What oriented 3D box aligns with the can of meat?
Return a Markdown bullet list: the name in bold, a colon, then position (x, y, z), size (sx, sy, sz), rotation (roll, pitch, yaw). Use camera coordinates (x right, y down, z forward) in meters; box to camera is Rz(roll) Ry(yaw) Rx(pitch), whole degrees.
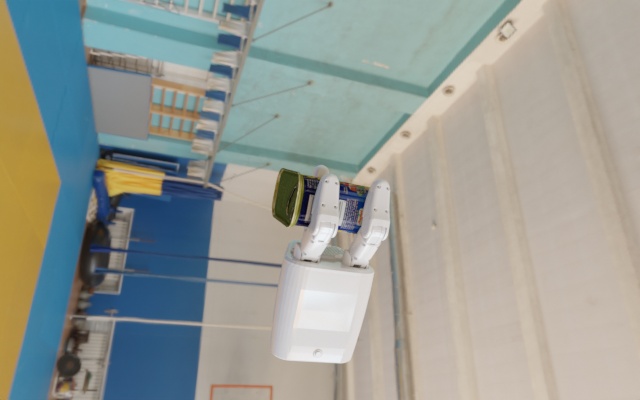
- **can of meat**: position (0.000, 0.002, 0.521), size (0.084, 0.057, 0.102), rotation (10, 4, -18)
